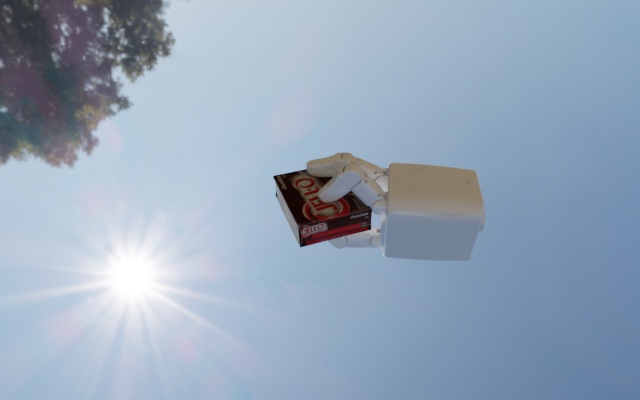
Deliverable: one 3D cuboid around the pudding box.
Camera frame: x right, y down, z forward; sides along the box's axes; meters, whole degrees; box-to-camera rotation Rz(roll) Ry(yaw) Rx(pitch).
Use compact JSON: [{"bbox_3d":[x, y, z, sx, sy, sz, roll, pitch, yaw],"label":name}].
[{"bbox_3d":[0.000,0.002,0.580,0.090,0.039,0.113,-12,34,-16],"label":"pudding box"}]
